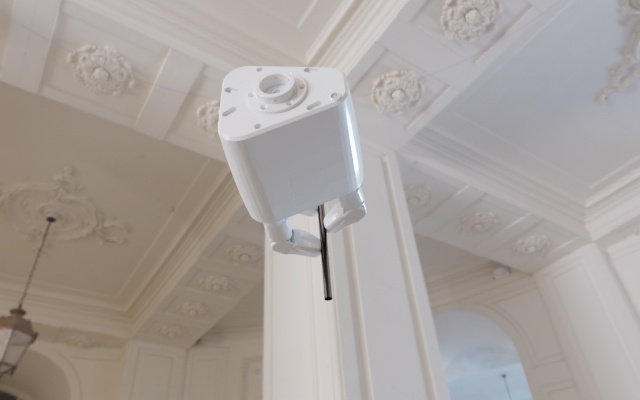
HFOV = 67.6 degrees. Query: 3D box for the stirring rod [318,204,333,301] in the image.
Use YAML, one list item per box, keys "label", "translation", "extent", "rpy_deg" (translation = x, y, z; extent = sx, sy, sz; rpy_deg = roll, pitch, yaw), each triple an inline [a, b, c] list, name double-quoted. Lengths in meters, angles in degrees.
- label: "stirring rod"
  translation: [0.000, 0.002, 0.536]
  extent: [0.011, 0.239, 0.011]
  rpy_deg: [-3, -39, -2]
